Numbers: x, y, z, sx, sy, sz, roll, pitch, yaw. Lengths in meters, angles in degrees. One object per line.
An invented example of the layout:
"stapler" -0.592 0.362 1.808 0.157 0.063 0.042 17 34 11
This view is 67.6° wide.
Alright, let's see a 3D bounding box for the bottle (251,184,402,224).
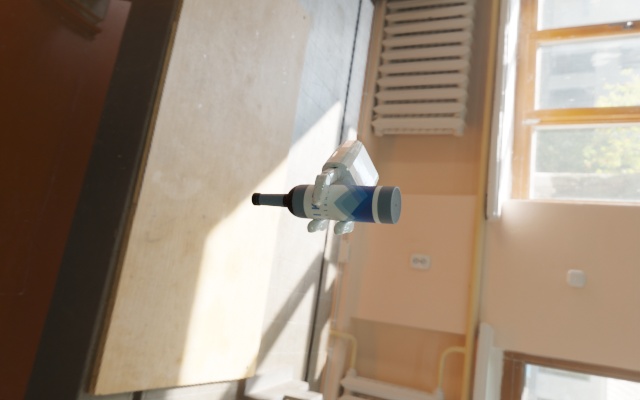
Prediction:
"bottle" 0.000 0.003 0.898 0.295 0.069 0.069 2 1 25
